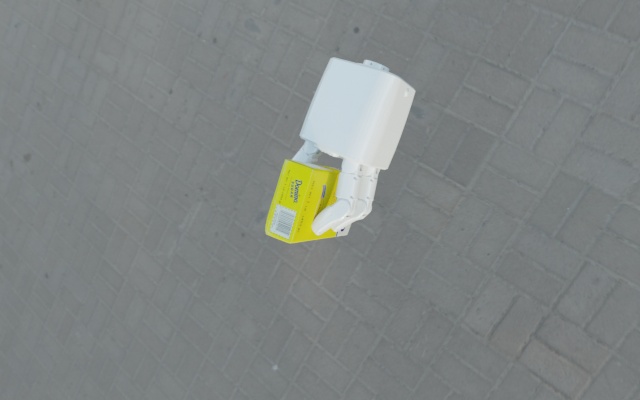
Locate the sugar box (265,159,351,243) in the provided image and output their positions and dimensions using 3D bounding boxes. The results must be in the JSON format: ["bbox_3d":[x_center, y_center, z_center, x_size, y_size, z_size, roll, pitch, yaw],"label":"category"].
[{"bbox_3d":[0.001,0.002,0.623,0.048,0.093,0.176,22,9,26],"label":"sugar box"}]
